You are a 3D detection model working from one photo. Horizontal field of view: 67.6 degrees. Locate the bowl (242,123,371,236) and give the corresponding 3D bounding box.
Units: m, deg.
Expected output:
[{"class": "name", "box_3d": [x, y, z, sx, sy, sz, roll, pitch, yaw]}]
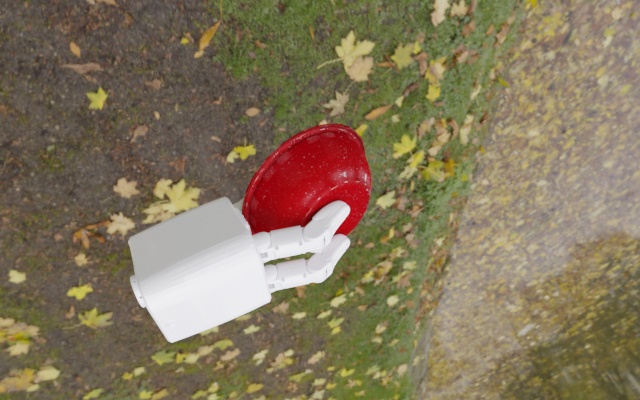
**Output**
[{"class": "bowl", "box_3d": [0.001, 0.001, 0.507, 0.162, 0.162, 0.055, 0, 36, -47]}]
